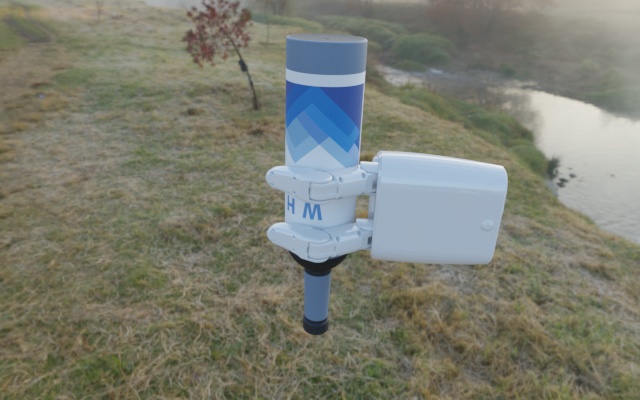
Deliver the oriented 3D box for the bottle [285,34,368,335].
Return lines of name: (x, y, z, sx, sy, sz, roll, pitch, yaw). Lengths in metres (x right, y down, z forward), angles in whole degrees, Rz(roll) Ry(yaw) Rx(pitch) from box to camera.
bottle: (0.000, 0.001, 0.449, 0.069, 0.296, 0.069, 2, 25, -1)
